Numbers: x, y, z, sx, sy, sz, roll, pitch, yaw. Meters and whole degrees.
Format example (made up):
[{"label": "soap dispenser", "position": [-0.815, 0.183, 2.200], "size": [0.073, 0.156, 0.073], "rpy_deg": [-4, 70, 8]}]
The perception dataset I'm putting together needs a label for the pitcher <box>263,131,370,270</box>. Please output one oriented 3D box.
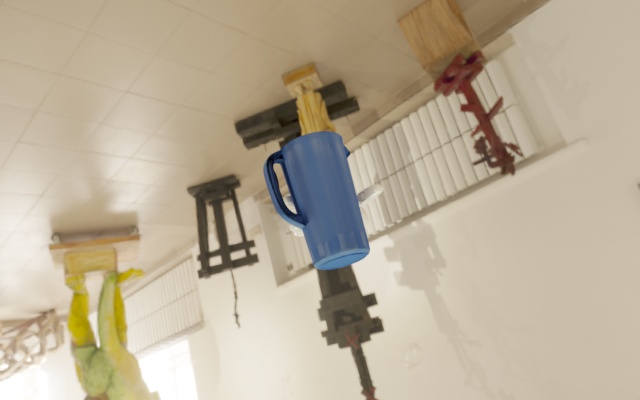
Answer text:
[{"label": "pitcher", "position": [0.000, 0.003, 0.900], "size": [0.149, 0.242, 0.145], "rpy_deg": [-21, -20, 15]}]
